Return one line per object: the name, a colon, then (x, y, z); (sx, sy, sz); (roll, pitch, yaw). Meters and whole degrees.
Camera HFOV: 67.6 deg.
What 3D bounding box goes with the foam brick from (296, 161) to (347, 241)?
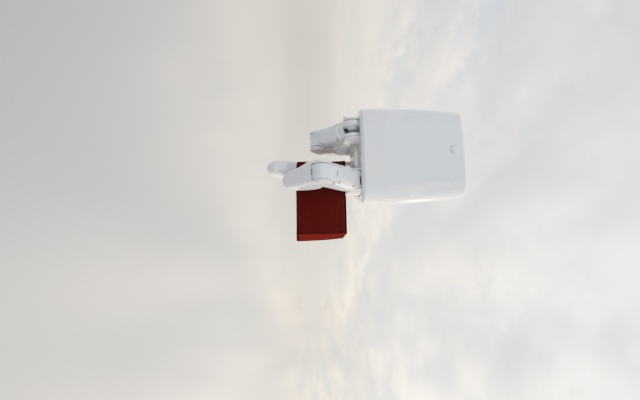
foam brick: (0.000, 0.002, 0.505); (0.051, 0.078, 0.053); (0, -11, -4)
